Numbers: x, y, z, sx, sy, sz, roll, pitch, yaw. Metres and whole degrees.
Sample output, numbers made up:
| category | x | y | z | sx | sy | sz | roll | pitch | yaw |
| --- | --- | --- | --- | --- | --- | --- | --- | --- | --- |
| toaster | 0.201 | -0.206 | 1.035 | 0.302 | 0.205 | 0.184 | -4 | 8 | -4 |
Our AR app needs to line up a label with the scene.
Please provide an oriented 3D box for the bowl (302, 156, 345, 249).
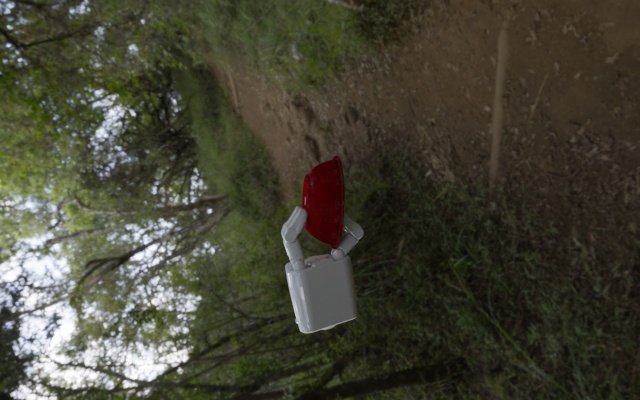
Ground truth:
| category | x | y | z | sx | sy | sz | roll | pitch | yaw |
| --- | --- | --- | --- | --- | --- | --- | --- | --- | --- |
| bowl | 0.000 | 0.001 | 0.819 | 0.055 | 0.162 | 0.162 | 2 | 0 | -8 |
